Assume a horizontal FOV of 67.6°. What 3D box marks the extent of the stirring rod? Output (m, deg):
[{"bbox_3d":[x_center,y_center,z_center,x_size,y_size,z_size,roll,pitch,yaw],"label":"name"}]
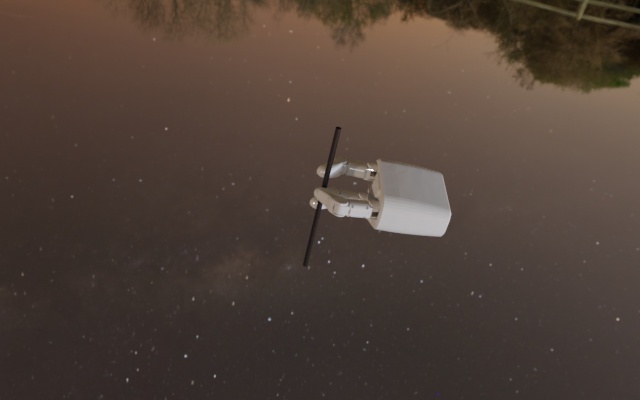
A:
[{"bbox_3d":[0.000,0.002,0.716,0.011,0.240,0.011,10,29,-6],"label":"stirring rod"}]
